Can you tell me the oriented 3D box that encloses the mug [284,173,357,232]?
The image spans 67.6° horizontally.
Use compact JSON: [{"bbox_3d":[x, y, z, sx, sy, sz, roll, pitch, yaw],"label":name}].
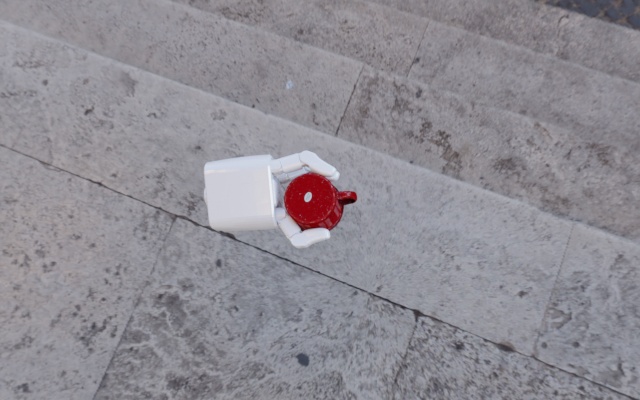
[{"bbox_3d":[0.002,0.002,0.756,0.117,0.093,0.081,-6,-11,6],"label":"mug"}]
